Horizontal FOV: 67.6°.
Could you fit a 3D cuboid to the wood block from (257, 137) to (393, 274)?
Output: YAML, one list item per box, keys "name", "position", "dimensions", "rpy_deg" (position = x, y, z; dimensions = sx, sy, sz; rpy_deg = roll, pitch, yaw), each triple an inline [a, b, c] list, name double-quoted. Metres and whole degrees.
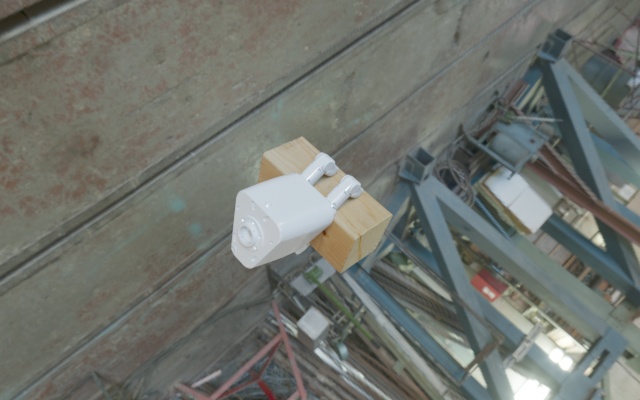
- name: "wood block"
  position: [0.000, 0.003, 0.764]
  dimensions: [0.090, 0.091, 0.206]
  rpy_deg: [-29, 62, -37]
